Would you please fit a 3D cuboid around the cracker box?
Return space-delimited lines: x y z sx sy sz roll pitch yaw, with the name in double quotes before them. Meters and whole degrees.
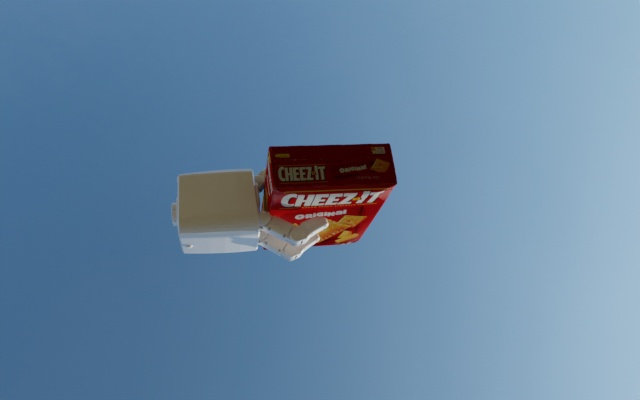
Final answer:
"cracker box" 0.000 0.002 0.698 0.164 0.072 0.214 -3 -25 -12
